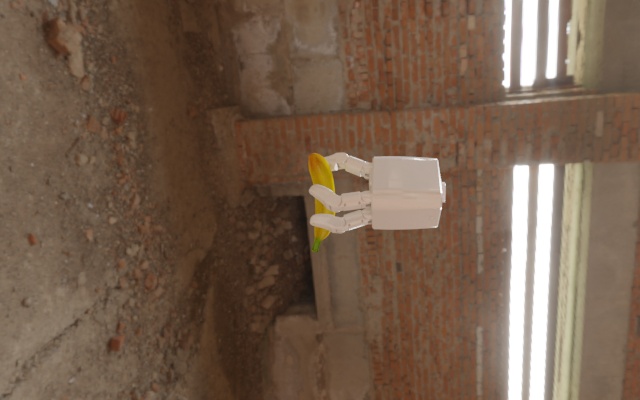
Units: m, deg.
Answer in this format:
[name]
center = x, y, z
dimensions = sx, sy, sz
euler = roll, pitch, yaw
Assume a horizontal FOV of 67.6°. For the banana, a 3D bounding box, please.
[banana]
center = 0.004, -0.005, 0.810
dimensions = 0.037, 0.198, 0.069
euler = 4, 36, 10
